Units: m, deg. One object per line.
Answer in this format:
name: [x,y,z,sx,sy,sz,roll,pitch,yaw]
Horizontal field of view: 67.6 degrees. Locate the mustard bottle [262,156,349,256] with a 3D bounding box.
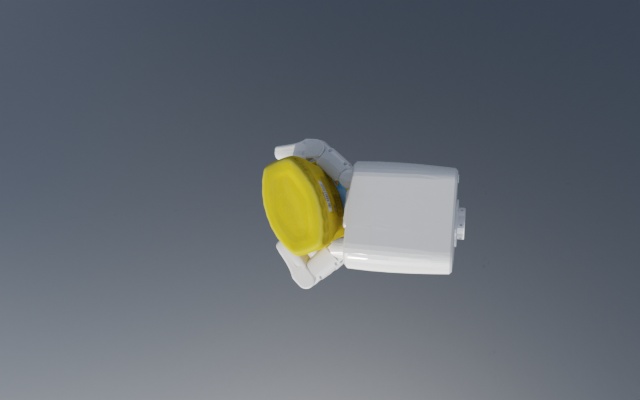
mustard bottle: [0.000,0.002,0.543,0.058,0.096,0.191,-22,-4,17]
